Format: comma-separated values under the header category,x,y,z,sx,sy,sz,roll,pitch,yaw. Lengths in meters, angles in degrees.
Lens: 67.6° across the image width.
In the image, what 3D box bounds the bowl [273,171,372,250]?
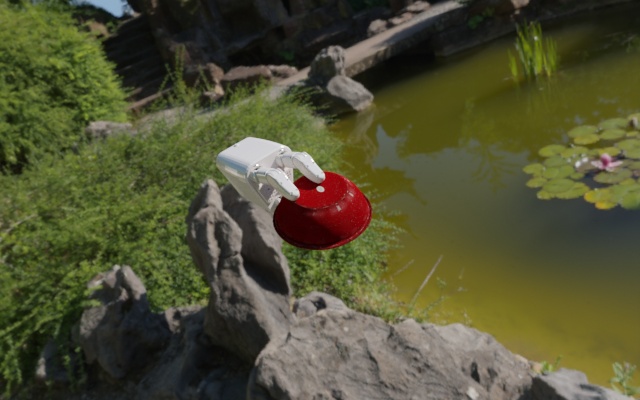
category,x,y,z,sx,sy,sz,roll,pitch,yaw
bowl,0.001,0.003,0.755,0.162,0.055,0.162,-4,41,4
